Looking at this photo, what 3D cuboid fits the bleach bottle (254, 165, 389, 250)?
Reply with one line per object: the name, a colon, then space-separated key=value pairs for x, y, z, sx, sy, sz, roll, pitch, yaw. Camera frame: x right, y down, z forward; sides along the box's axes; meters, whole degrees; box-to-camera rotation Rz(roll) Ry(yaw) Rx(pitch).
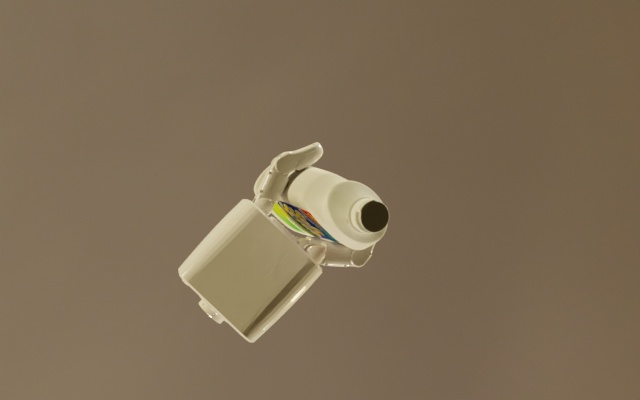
bleach bottle: x=0.000 y=0.002 z=0.528 sx=0.102 sy=0.068 sz=0.251 roll=46 pitch=-12 yaw=-16
